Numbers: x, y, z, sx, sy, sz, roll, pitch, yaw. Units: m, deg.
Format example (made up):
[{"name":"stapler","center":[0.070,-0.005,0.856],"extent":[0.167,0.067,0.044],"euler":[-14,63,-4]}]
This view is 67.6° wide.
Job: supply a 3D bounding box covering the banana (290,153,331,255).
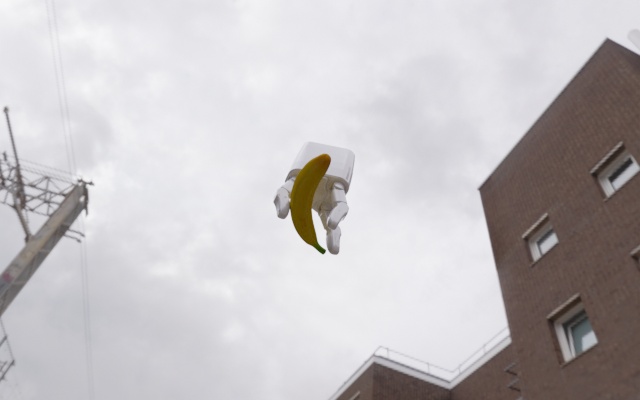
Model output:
[{"name":"banana","center":[-0.018,0.002,0.787],"extent":[0.069,0.198,0.037],"euler":[10,38,12]}]
